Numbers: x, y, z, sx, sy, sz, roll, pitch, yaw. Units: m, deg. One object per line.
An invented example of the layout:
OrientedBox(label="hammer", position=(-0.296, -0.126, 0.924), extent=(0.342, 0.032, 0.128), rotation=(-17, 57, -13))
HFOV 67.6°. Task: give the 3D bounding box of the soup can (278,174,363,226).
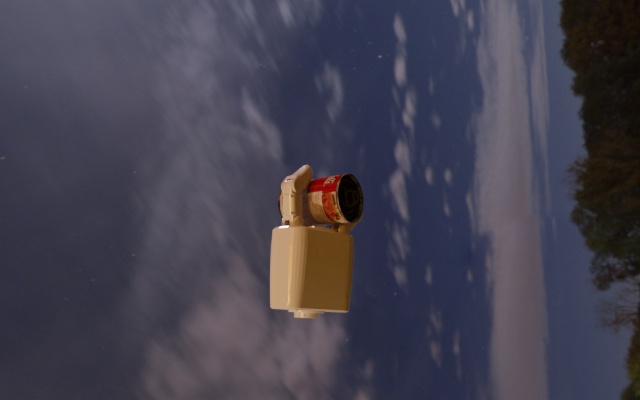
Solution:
OrientedBox(label="soup can", position=(0.000, 0.002, 0.673), extent=(0.102, 0.068, 0.068), rotation=(-7, -4, 34))
